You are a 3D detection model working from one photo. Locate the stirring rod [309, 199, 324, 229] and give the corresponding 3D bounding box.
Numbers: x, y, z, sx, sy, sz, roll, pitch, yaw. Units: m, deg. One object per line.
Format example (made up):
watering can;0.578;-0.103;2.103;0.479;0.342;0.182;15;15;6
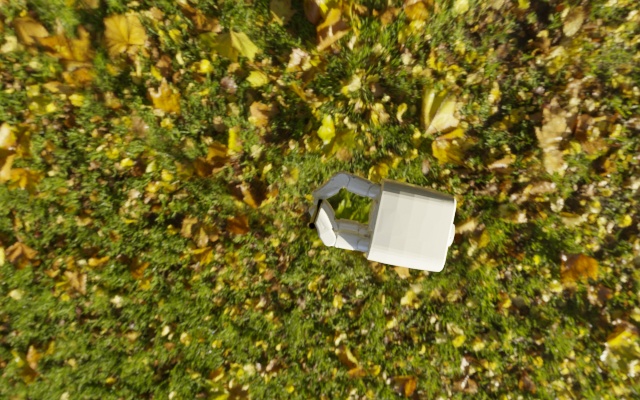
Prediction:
stirring rod;0.000;0.002;0.677;0.011;0.011;0.239;0;13;5
